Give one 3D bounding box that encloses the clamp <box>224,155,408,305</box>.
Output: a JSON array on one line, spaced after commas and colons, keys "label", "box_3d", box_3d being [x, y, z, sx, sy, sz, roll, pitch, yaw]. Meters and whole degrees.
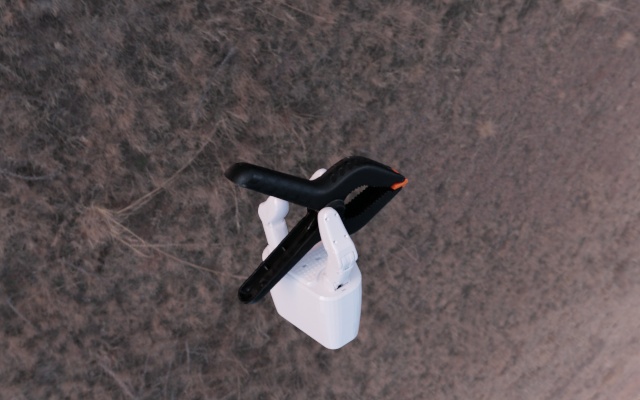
[{"label": "clamp", "box_3d": [0.001, 0.002, 0.471, 0.210, 0.165, 0.036, -27, 48, -23]}]
